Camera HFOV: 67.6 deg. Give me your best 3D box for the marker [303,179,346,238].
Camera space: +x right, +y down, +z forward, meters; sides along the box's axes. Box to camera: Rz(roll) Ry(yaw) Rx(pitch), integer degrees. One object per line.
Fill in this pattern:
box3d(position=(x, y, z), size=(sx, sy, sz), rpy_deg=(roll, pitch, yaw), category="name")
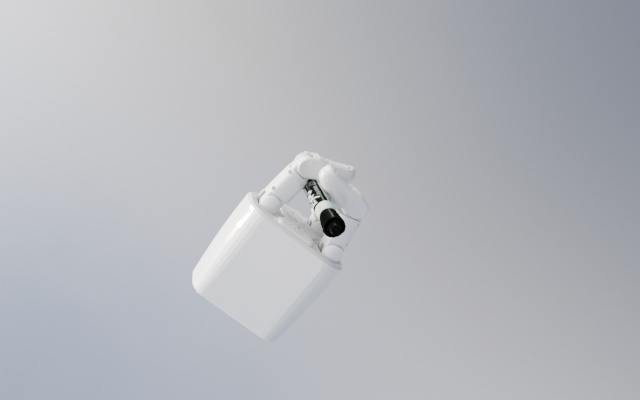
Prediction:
box3d(position=(0.000, 0.001, 0.425), size=(0.020, 0.020, 0.121), rpy_deg=(0, 21, -12), category="marker")
